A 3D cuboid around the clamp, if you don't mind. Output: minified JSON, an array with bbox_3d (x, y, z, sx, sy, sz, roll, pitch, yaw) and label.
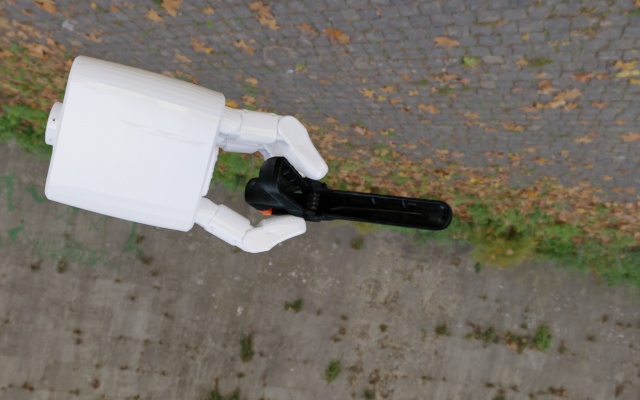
[{"bbox_3d":[-0.001,0.002,0.428,0.164,0.036,0.210,14,-8,-22],"label":"clamp"}]
